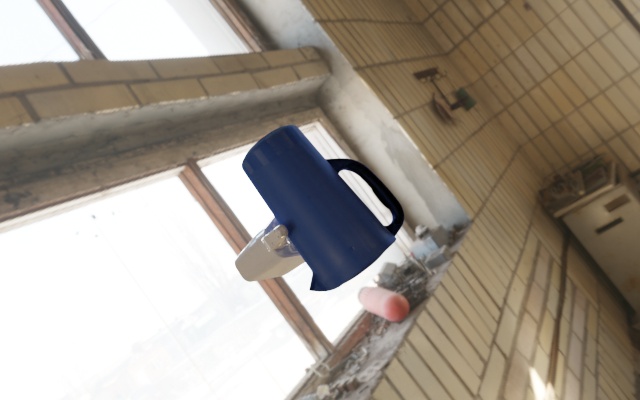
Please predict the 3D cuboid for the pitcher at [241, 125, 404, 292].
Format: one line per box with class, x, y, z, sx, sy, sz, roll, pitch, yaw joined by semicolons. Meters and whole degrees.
pitcher;0.000;0.002;0.724;0.145;0.243;0.149;-41;-7;36
